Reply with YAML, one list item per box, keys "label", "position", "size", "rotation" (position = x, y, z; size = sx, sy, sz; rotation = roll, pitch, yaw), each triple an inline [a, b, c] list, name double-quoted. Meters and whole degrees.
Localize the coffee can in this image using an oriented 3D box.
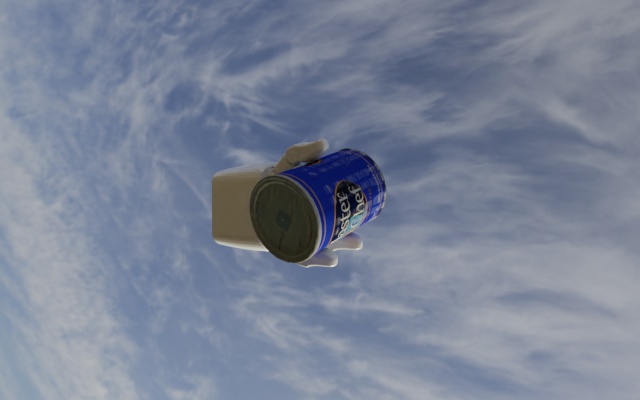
- label: "coffee can"
  position: [0.000, 0.002, 0.577]
  size: [0.103, 0.103, 0.140]
  rotation: [0, 17, 40]
